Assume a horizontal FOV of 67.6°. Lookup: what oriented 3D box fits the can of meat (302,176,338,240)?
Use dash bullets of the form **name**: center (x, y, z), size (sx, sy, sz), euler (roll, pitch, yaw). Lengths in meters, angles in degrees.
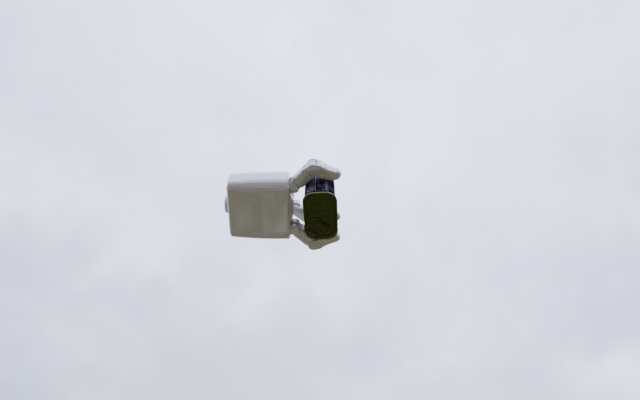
- **can of meat**: center (0.000, 0.003, 0.833), size (0.057, 0.102, 0.084), euler (-2, 37, 1)
